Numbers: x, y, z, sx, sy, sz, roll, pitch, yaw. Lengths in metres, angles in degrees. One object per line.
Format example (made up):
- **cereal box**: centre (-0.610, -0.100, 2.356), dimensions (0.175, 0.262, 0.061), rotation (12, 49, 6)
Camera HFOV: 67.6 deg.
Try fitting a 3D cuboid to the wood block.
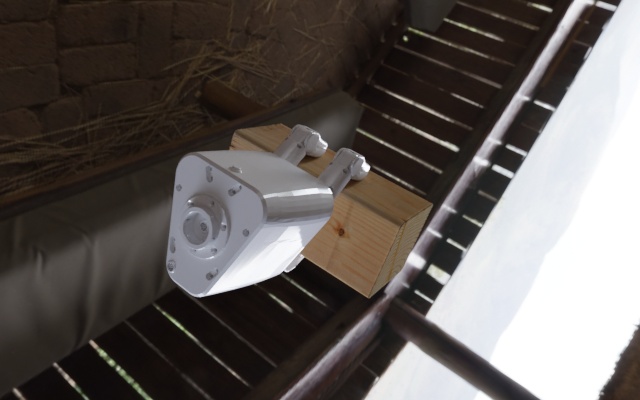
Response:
- **wood block**: centre (0.000, 0.002, 0.519), dimensions (0.206, 0.091, 0.090), rotation (31, 27, 22)
